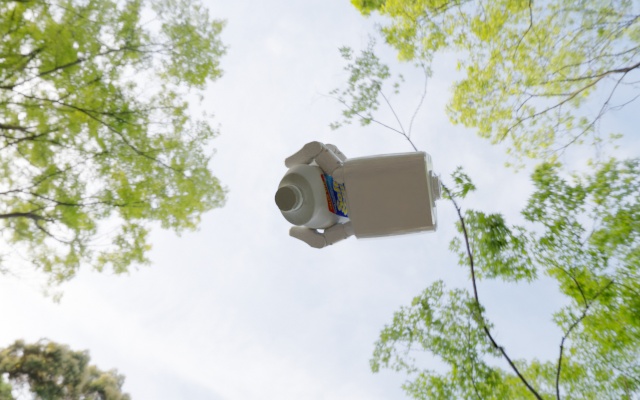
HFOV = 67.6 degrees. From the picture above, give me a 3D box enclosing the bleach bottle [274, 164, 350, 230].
[{"bbox_3d":[0.000,0.002,0.666,0.068,0.102,0.251,-7,0,19],"label":"bleach bottle"}]
